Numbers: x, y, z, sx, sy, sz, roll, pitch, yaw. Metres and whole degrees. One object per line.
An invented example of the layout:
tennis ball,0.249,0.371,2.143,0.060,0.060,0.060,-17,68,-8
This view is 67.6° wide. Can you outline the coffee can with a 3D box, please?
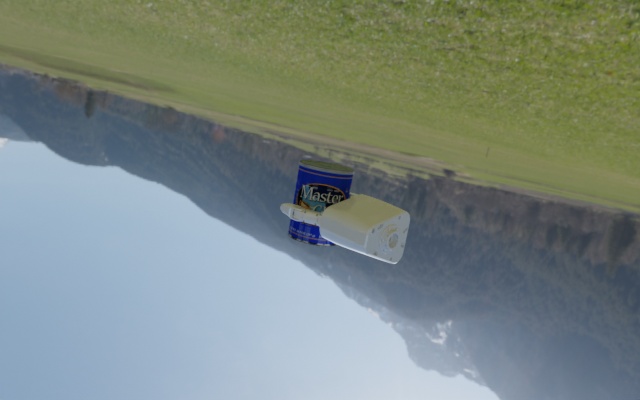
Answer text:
coffee can,0.000,0.003,0.888,0.103,0.140,0.103,10,10,-2
